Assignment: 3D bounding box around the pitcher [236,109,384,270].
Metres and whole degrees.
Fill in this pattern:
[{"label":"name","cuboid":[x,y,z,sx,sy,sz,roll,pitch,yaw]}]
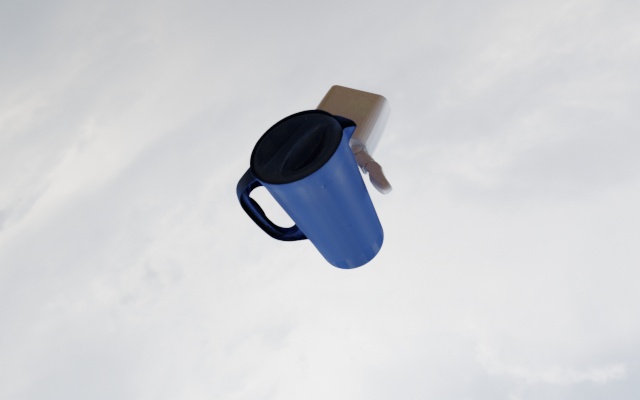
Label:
[{"label":"pitcher","cuboid":[0.000,0.002,0.698,0.149,0.145,0.243,4,-36,31]}]
